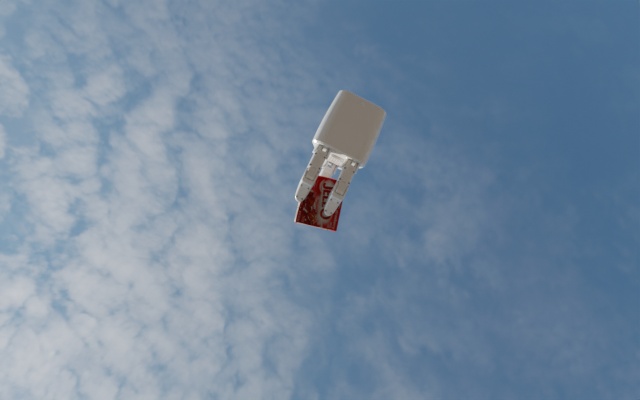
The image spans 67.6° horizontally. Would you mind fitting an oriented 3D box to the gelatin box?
[{"bbox_3d":[0.000,0.003,0.826,0.073,0.089,0.030,13,-4,-6],"label":"gelatin box"}]
